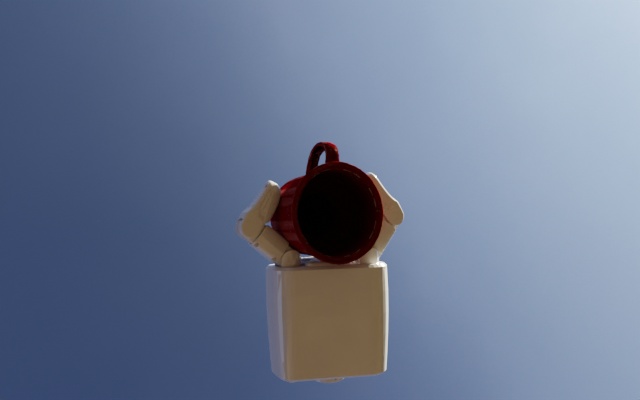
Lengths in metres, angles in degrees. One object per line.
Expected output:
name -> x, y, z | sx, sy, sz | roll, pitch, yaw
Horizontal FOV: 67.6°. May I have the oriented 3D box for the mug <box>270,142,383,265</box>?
mug -> 0.000, 0.000, 0.466 | 0.093, 0.117, 0.081 | 0, -3, -25
